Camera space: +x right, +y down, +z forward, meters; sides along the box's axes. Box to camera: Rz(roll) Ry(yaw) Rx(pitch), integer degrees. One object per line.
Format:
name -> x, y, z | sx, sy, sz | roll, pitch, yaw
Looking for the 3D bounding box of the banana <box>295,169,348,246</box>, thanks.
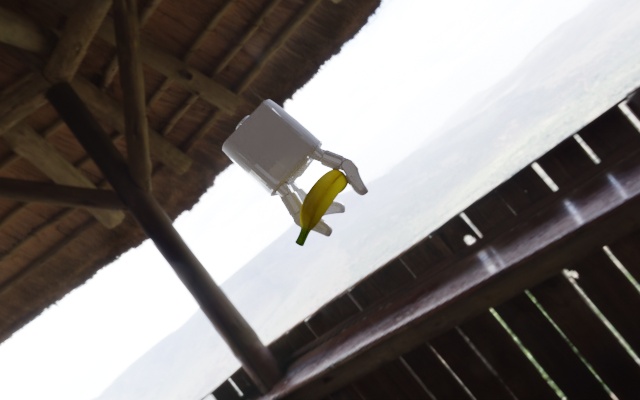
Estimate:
banana -> 0.007, -0.010, 0.689 | 0.037, 0.070, 0.197 | 33, 31, 4
